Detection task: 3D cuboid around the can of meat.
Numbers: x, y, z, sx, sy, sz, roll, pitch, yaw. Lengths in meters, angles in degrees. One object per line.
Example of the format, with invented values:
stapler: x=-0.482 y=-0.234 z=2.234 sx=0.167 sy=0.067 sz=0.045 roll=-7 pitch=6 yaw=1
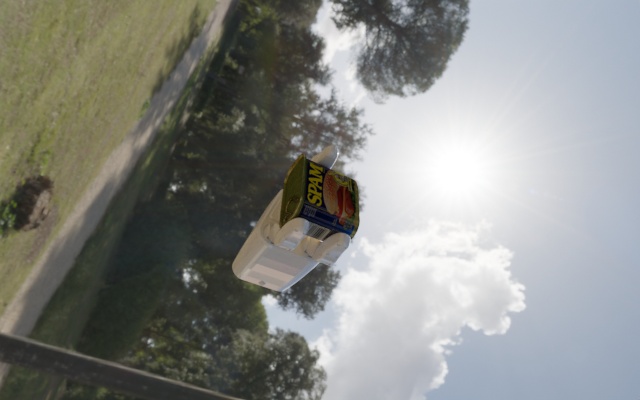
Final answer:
can of meat: x=0.000 y=0.002 z=0.602 sx=0.084 sy=0.102 sz=0.057 roll=23 pitch=-47 yaw=-20
